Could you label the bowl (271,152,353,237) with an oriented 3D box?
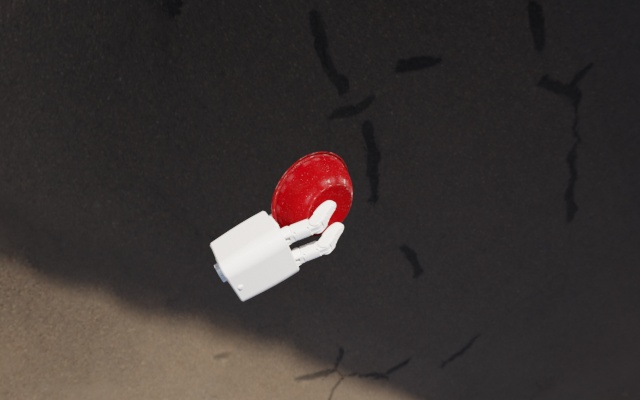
[{"bbox_3d":[0.001,0.002,0.799,0.162,0.162,0.055,0,27,-42],"label":"bowl"}]
